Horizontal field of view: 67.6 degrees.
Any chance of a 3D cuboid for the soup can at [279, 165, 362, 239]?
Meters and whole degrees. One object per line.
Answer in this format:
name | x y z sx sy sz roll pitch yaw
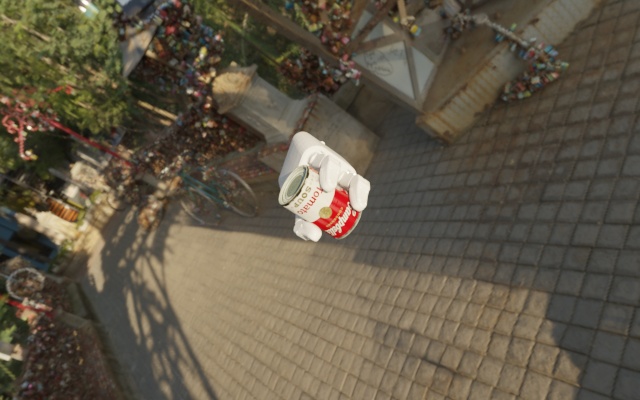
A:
soup can | 0.000 0.002 0.682 0.102 0.068 0.068 33 -15 -24
